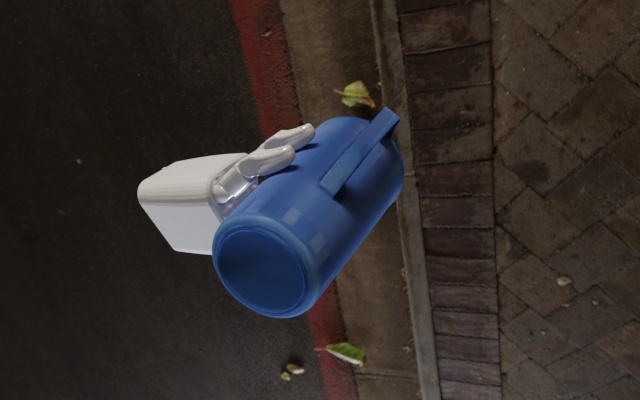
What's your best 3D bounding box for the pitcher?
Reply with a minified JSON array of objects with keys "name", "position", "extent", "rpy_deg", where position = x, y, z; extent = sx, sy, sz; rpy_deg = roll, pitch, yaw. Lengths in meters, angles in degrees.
[{"name":"pitcher","position":[0.000,0.002,0.500],"extent":[0.145,0.149,0.242],"rpy_deg":[0,26,26]}]
